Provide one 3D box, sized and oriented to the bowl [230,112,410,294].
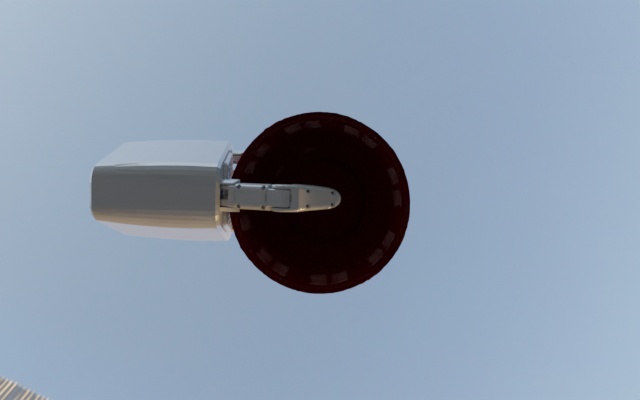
[{"bbox_3d":[0.001,0.002,0.446,0.162,0.162,0.055,0,4,5],"label":"bowl"}]
